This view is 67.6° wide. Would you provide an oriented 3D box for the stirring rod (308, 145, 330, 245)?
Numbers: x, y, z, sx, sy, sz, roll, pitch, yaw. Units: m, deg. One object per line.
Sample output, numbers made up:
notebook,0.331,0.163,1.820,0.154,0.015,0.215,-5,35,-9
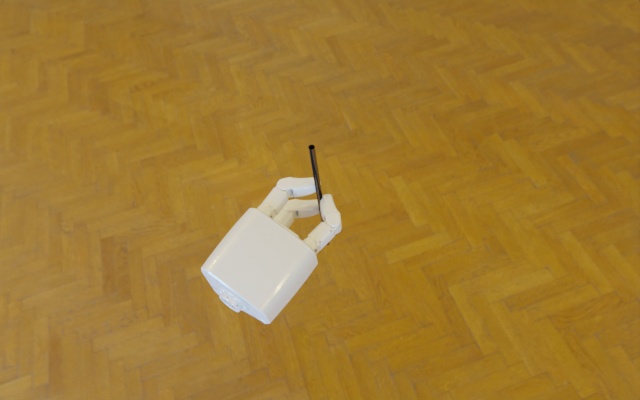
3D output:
stirring rod,0.000,0.002,0.685,0.011,0.011,0.240,0,-34,6
